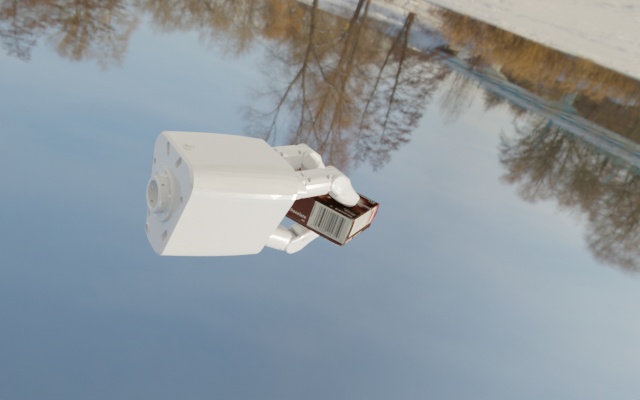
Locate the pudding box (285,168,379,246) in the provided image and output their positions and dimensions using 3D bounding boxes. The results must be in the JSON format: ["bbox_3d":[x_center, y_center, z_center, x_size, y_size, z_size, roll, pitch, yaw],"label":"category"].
[{"bbox_3d":[0.000,0.002,0.548,0.113,0.039,0.090,30,22,16],"label":"pudding box"}]
